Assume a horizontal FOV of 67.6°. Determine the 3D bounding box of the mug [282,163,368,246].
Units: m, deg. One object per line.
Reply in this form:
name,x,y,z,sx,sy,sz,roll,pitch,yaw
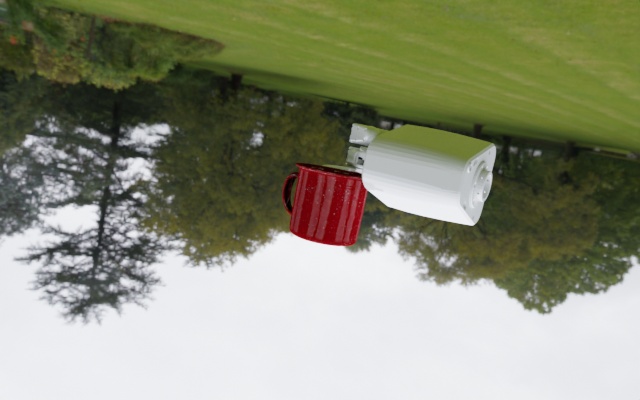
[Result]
mug,-0.001,0.002,0.564,0.117,0.081,0.093,16,9,33
